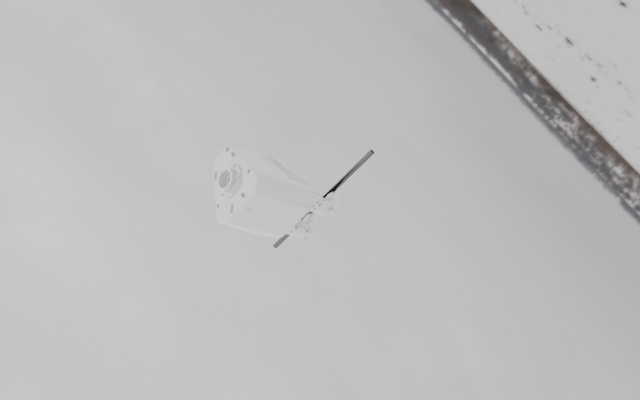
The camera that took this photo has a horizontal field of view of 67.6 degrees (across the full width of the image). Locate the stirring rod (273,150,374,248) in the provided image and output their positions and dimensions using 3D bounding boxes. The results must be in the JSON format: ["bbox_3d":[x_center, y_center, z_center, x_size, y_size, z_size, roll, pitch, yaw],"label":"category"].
[{"bbox_3d":[0.000,0.002,0.770,0.239,0.011,0.011,-44,-22,25],"label":"stirring rod"}]
